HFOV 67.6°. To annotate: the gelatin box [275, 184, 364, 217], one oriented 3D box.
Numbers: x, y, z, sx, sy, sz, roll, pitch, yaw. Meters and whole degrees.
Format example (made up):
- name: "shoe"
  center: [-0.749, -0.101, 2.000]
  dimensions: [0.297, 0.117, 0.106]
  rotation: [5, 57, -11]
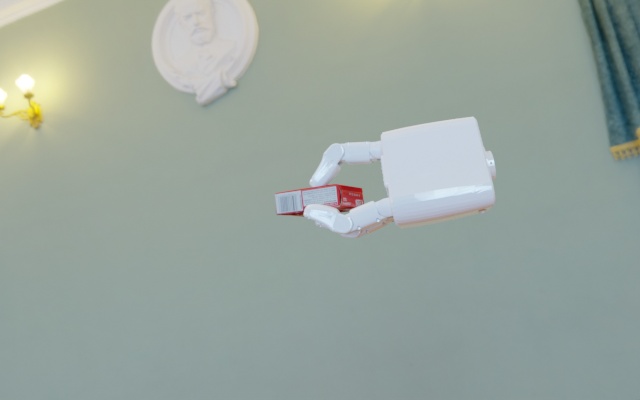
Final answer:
- name: "gelatin box"
  center: [0.000, 0.002, 0.589]
  dimensions: [0.089, 0.030, 0.073]
  rotation: [-8, -7, 26]
